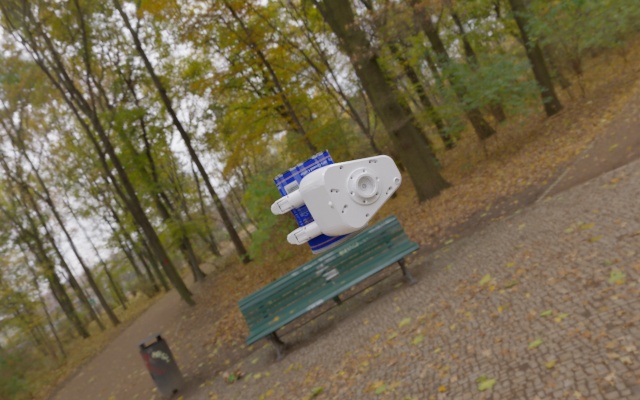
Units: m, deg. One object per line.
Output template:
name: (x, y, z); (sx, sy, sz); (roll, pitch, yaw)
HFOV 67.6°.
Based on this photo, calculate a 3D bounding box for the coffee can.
coffee can: (0.000, 0.003, 0.780); (0.103, 0.140, 0.103); (-29, 2, 1)
